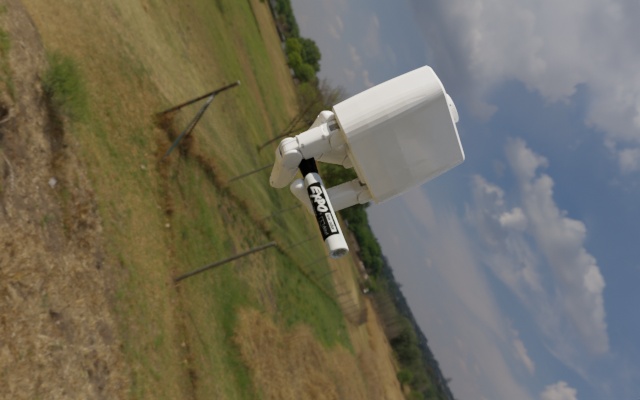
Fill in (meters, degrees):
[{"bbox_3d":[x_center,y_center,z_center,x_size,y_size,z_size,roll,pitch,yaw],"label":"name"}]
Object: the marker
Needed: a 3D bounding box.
[{"bbox_3d":[0.000,0.002,0.464,0.020,0.121,0.020,-13,-36,-9],"label":"marker"}]
